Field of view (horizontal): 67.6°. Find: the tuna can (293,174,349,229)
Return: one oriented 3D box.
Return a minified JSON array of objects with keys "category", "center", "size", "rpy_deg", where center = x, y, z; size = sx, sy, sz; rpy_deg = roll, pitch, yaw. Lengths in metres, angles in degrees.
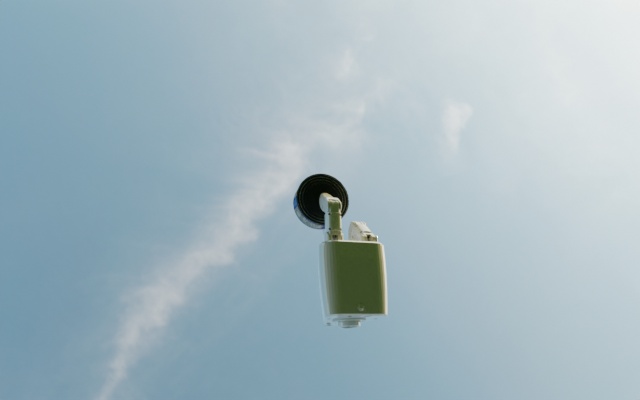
[{"category":"tuna can","center":[0.000,0.003,0.767],"size":[0.086,0.086,0.034],"rpy_deg":[0,-19,-15]}]
